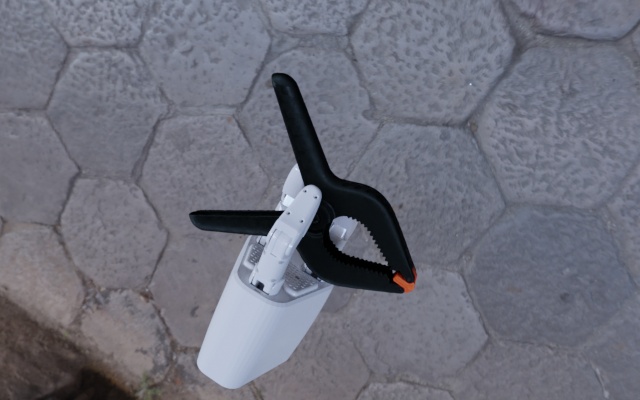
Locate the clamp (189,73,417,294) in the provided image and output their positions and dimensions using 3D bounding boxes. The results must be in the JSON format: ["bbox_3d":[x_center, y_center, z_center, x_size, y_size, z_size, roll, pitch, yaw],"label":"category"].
[{"bbox_3d":[0.000,0.002,0.414,0.210,0.164,0.036,30,18,8],"label":"clamp"}]
